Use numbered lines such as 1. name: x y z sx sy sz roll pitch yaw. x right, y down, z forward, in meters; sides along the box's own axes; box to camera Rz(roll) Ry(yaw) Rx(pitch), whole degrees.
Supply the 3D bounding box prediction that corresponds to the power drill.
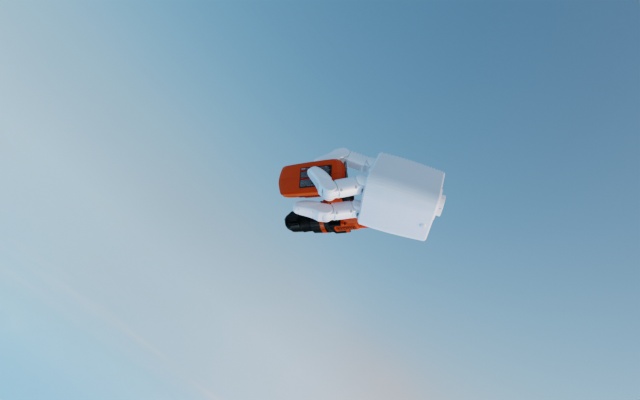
1. power drill: 0.000 0.002 0.798 0.184 0.057 0.188 -8 -25 17
